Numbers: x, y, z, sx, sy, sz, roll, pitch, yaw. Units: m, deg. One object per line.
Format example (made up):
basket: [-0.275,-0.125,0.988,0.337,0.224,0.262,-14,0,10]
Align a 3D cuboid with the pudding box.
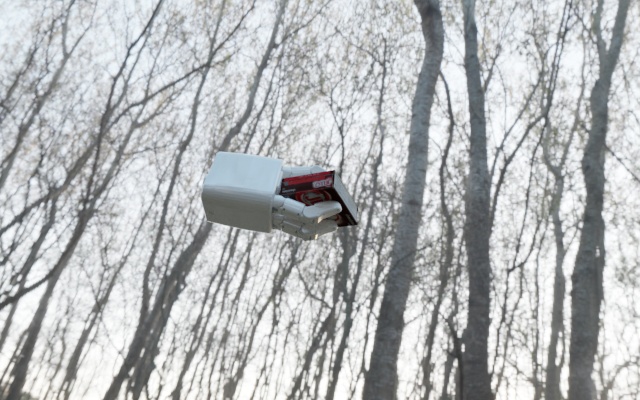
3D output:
pudding box: [0.000,0.002,0.747,0.090,0.039,0.113,-8,-33,23]
